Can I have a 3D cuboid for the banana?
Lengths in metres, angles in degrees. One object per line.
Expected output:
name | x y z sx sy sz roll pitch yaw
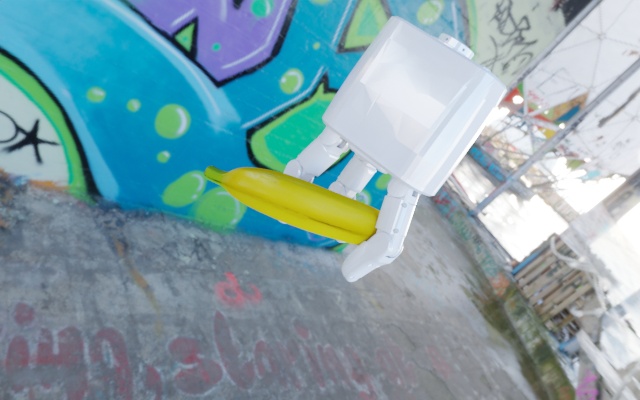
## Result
banana | 0.003 0.007 0.408 0.198 0.037 0.069 21 12 -25
